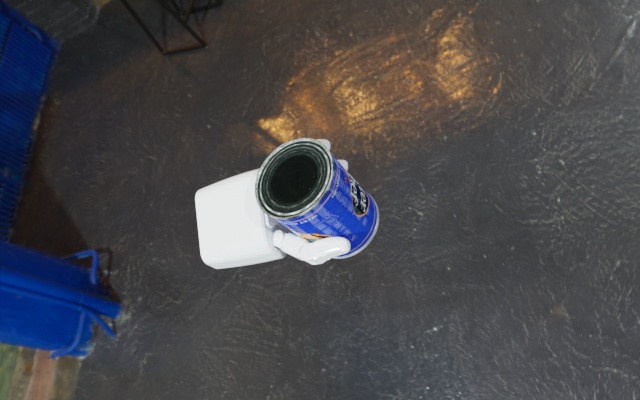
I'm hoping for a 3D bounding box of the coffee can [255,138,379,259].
[{"bbox_3d":[0.000,0.002,0.592,0.103,0.102,0.140,0,-24,30],"label":"coffee can"}]
